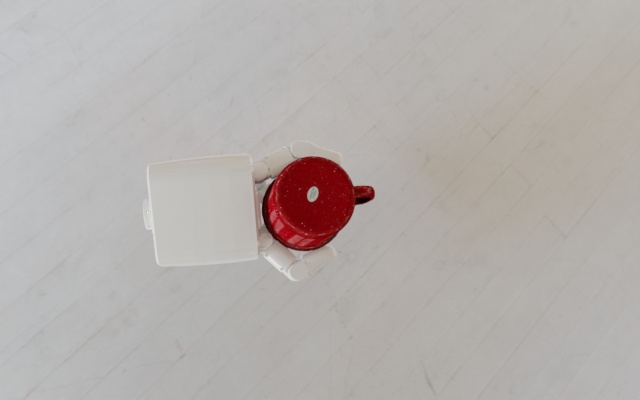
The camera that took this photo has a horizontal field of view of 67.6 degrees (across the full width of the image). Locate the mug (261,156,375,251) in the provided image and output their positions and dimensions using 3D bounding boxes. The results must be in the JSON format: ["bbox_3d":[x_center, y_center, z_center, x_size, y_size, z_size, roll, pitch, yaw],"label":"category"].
[{"bbox_3d":[0.002,0.002,0.493,0.117,0.093,0.081,-6,-9,-11],"label":"mug"}]
